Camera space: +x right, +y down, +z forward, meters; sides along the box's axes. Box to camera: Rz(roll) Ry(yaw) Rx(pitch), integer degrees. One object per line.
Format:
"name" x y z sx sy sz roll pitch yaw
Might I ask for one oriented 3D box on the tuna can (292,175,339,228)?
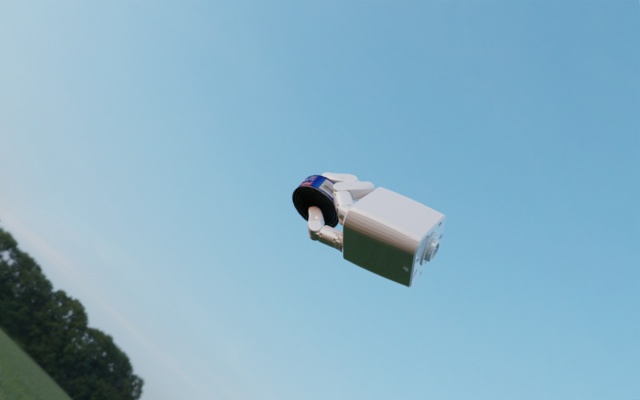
"tuna can" 0.000 0.002 0.746 0.086 0.086 0.033 0 38 41
